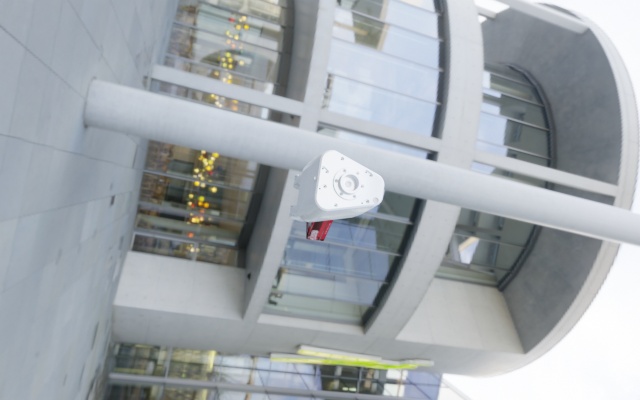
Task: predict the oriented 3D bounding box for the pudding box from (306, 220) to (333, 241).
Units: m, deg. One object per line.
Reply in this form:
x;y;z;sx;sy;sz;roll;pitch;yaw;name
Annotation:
0.000;0.003;0.858;0.039;0.113;0.090;11;-40;-11;pudding box
